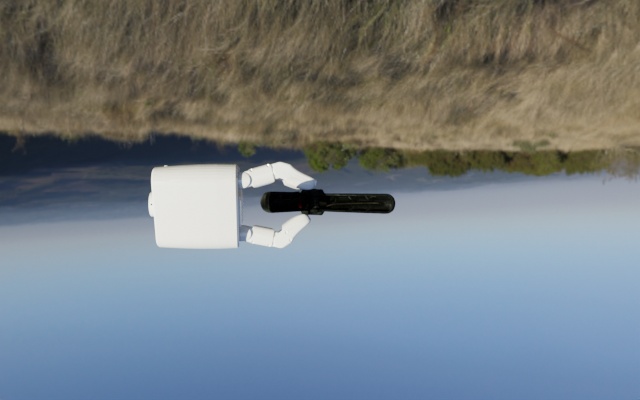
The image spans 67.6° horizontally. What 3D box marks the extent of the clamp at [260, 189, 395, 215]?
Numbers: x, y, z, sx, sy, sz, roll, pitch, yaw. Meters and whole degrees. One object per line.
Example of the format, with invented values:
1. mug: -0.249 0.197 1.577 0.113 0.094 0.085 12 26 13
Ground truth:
1. clamp: 0.000 0.003 0.653 0.164 0.036 0.210 2 0 -8
